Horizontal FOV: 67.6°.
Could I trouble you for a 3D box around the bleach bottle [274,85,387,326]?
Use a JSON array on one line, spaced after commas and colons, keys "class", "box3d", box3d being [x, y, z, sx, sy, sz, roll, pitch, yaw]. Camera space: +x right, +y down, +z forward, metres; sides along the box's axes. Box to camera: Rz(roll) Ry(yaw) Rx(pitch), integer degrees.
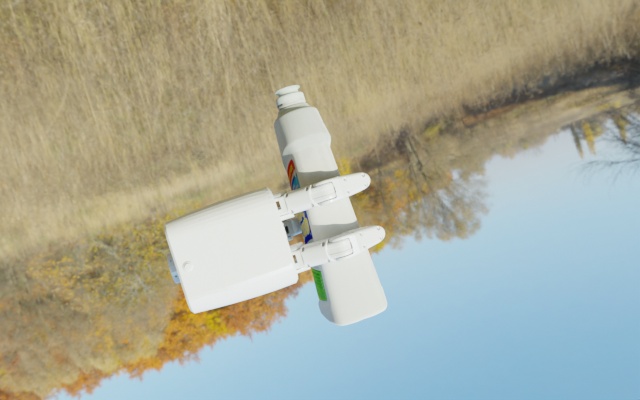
[{"class": "bleach bottle", "box3d": [0.000, 0.002, 0.521, 0.068, 0.251, 0.102, -18, 1, -10]}]
